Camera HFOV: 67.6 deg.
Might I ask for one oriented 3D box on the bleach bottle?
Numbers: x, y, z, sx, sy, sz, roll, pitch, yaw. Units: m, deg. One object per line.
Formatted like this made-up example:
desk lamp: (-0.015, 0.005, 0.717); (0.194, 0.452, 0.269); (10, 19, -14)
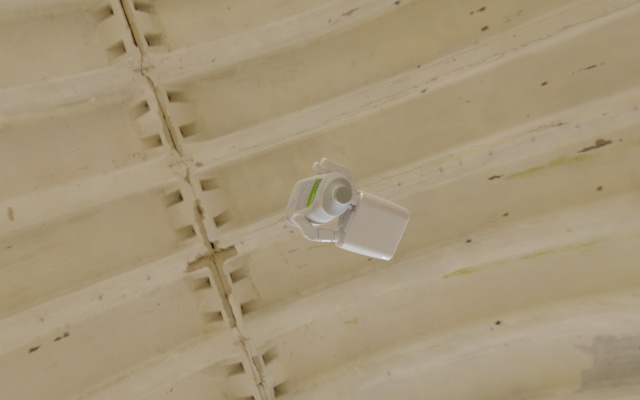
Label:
bleach bottle: (0.000, 0.003, 0.878); (0.068, 0.102, 0.251); (17, -6, -15)
